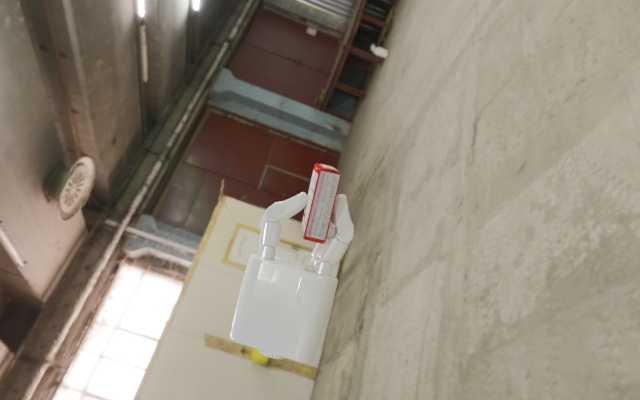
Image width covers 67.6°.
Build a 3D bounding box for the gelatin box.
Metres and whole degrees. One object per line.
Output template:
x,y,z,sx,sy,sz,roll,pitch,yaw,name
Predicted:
0.000,0.002,0.594,0.030,0.089,0.073,12,8,-6,gelatin box
